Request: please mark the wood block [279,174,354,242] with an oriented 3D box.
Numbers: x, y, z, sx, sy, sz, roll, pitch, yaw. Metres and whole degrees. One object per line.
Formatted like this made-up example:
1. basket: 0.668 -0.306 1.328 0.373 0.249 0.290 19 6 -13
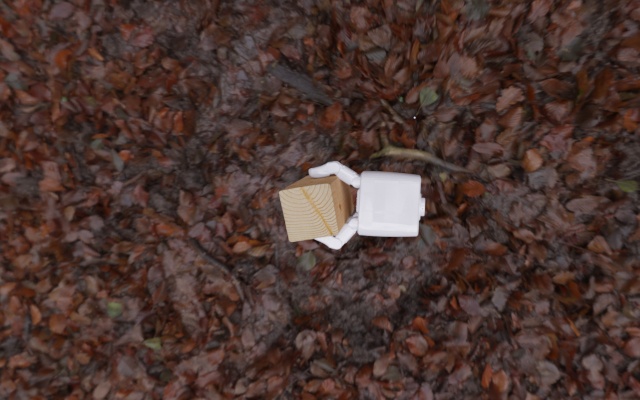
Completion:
1. wood block: 0.000 0.003 0.890 0.090 0.091 0.206 -9 8 12
